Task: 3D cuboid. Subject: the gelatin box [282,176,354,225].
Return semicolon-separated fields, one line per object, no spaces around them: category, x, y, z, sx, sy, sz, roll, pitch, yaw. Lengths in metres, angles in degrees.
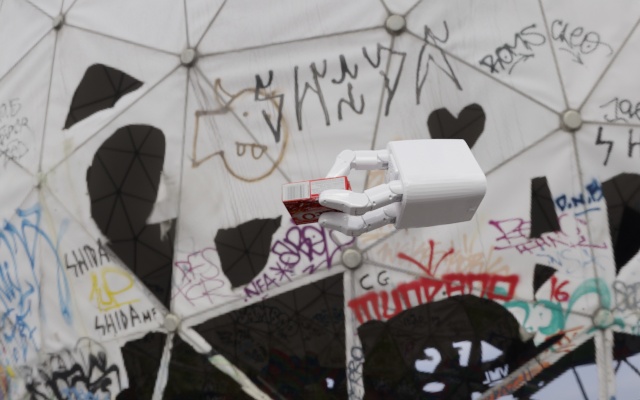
gelatin box;0.000;0.002;0.636;0.089;0.030;0.073;-7;-29;10
